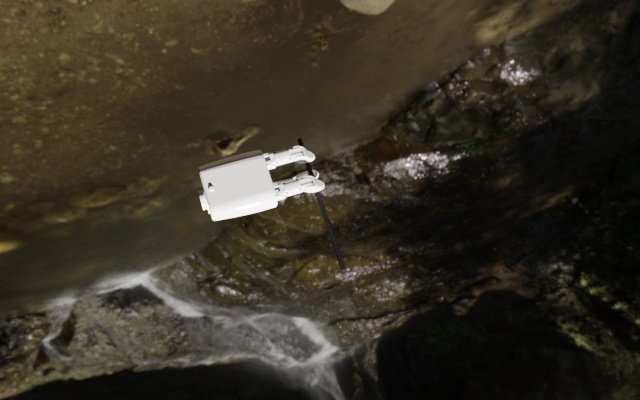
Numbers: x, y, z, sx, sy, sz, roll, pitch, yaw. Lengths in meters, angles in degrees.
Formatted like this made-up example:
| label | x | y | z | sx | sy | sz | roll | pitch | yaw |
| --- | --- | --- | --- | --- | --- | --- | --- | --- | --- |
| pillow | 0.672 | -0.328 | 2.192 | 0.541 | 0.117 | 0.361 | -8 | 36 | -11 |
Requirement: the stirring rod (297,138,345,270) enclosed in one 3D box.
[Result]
| label | x | y | z | sx | sy | sz | roll | pitch | yaw |
| --- | --- | --- | --- | --- | --- | --- | --- | --- | --- |
| stirring rod | 0.000 | 0.003 | 0.817 | 0.011 | 0.239 | 0.011 | -18 | -13 | -4 |
